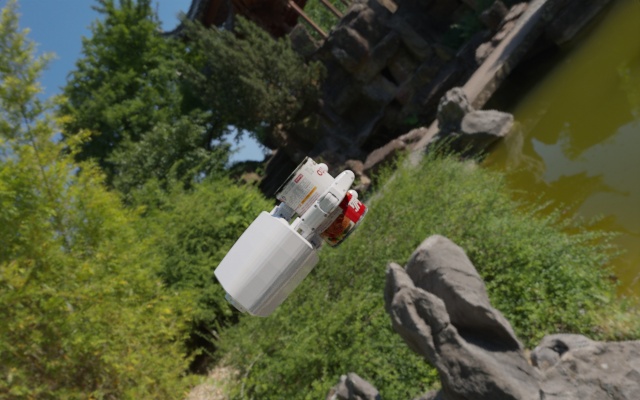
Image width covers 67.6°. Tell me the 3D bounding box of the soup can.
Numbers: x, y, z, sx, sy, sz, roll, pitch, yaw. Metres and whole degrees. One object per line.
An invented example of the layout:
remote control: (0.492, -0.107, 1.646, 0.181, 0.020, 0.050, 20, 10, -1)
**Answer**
soup can: (0.000, 0.001, 0.607, 0.102, 0.068, 0.068, 41, -4, -4)
